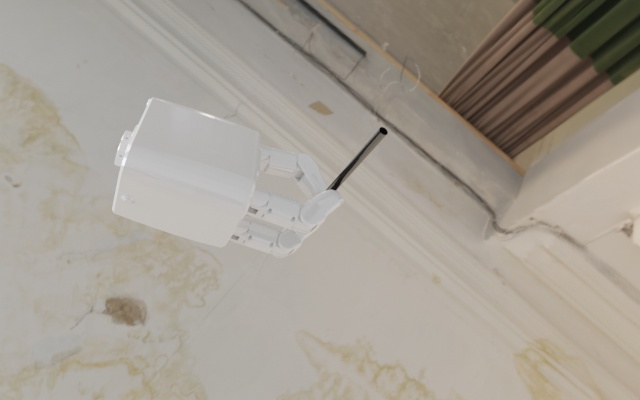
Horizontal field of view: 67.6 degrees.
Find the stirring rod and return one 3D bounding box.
[{"bbox_3d":[0.000,0.001,0.480,0.011,0.011,0.240,0,-29,-29],"label":"stirring rod"}]
